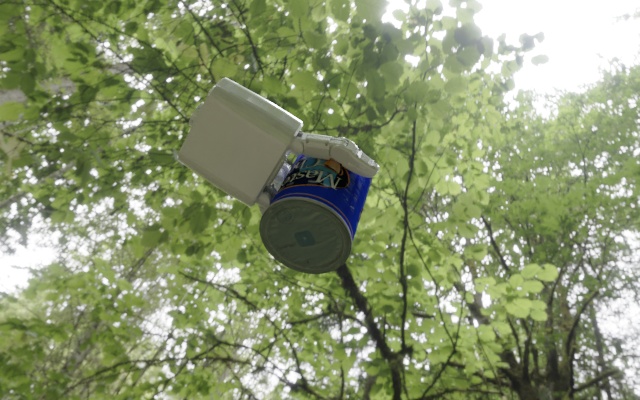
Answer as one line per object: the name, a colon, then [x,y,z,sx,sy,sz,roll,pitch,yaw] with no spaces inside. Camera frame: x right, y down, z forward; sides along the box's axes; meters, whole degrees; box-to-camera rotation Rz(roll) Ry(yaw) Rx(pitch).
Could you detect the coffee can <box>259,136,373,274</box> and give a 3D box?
coffee can: [0.000,0.002,0.563,0.103,0.103,0.140,0,35,18]
